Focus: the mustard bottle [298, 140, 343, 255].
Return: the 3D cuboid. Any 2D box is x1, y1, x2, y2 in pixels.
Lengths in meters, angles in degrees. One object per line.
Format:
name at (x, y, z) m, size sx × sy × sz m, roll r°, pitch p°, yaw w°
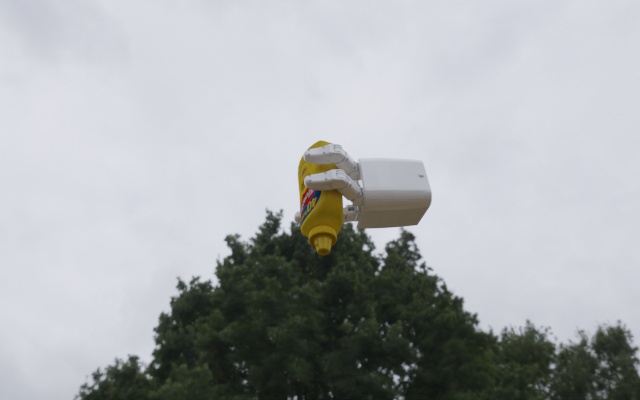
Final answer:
mustard bottle at (0.000, 0.002, 0.741) m, size 0.058 × 0.191 × 0.096 m, roll 16°, pitch -45°, yaw -22°
